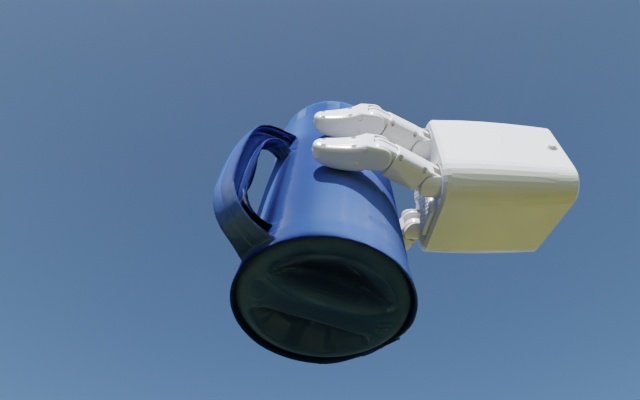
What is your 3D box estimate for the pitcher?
[{"bbox_3d":[0.000,0.001,0.424,0.145,0.149,0.242,3,37,1],"label":"pitcher"}]
